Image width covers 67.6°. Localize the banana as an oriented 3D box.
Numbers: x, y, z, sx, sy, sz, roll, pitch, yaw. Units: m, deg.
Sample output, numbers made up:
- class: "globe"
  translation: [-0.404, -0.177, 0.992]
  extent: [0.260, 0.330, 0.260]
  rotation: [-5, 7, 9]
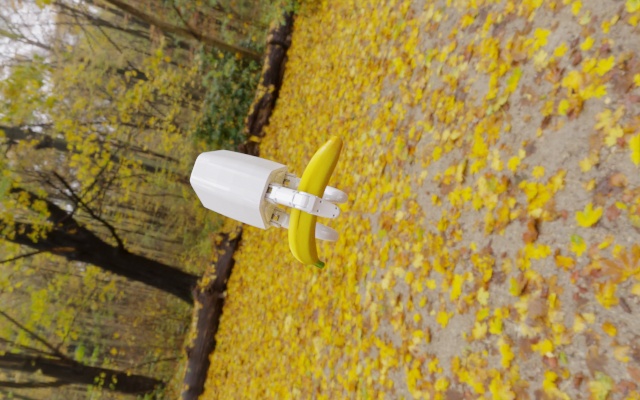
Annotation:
- class: "banana"
  translation: [-0.011, 0.008, 0.661]
  extent: [0.037, 0.198, 0.069]
  rotation: [20, 20, 30]
